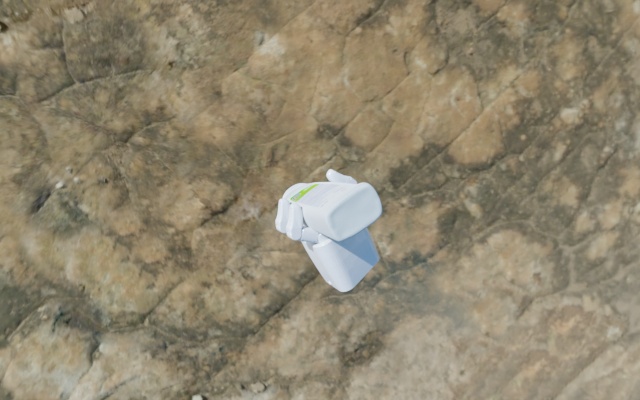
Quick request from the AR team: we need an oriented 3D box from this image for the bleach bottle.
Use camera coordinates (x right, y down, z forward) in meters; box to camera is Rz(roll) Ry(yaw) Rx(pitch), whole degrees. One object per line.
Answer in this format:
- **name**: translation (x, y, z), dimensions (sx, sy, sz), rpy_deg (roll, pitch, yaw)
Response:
- **bleach bottle**: translation (0.000, 0.003, 0.841), dimensions (0.102, 0.068, 0.251), rpy_deg (-33, 20, -17)
